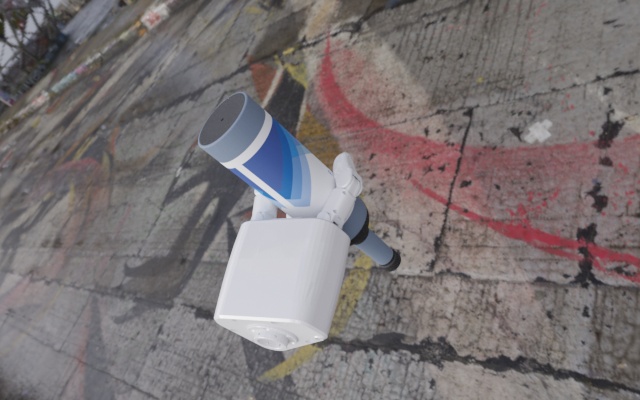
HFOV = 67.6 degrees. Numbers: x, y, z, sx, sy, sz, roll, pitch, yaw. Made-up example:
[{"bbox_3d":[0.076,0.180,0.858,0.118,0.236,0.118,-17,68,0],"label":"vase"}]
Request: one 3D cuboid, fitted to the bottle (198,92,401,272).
[{"bbox_3d":[0.000,0.002,0.530,0.069,0.069,0.296,0,-32,48],"label":"bottle"}]
